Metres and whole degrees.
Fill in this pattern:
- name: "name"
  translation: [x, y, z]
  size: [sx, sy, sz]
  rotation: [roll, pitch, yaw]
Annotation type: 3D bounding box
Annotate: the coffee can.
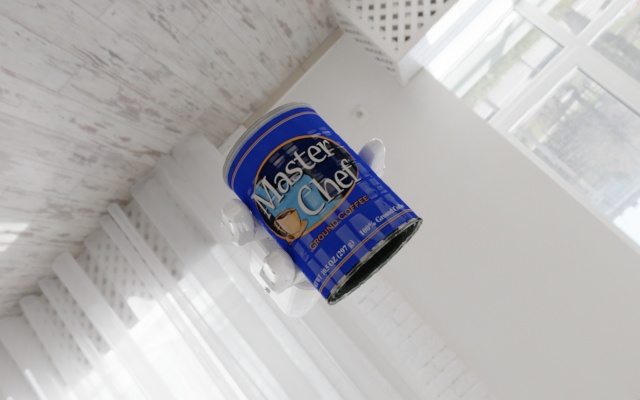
- name: "coffee can"
  translation: [0.000, 0.001, 0.403]
  size: [0.103, 0.140, 0.103]
  rotation: [-38, -17, -14]
